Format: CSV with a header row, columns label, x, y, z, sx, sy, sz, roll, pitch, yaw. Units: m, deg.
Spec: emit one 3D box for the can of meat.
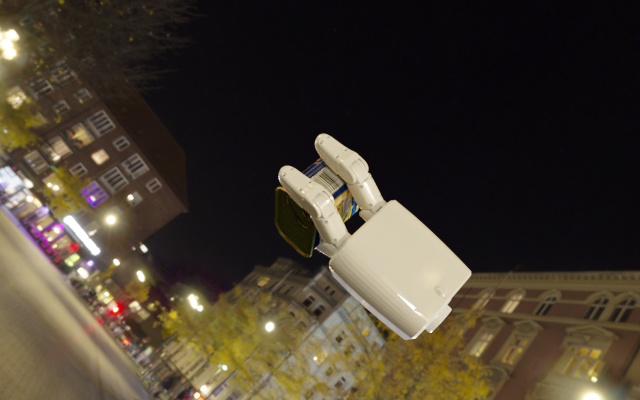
label,x,y,z,sx,sy,sz,roll,pitch,yaw
can of meat,0.000,0.002,0.518,0.084,0.057,0.102,-40,-20,-25
